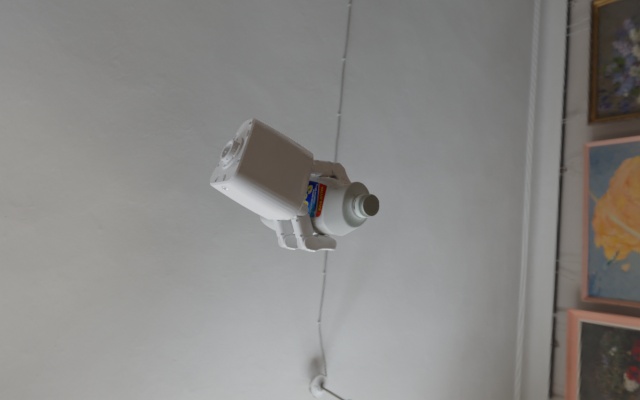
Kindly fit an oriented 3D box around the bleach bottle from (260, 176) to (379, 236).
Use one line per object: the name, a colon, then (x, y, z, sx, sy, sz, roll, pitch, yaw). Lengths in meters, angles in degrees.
bleach bottle: (0.000, 0.002, 0.721, 0.068, 0.102, 0.251, 32, -18, -28)
